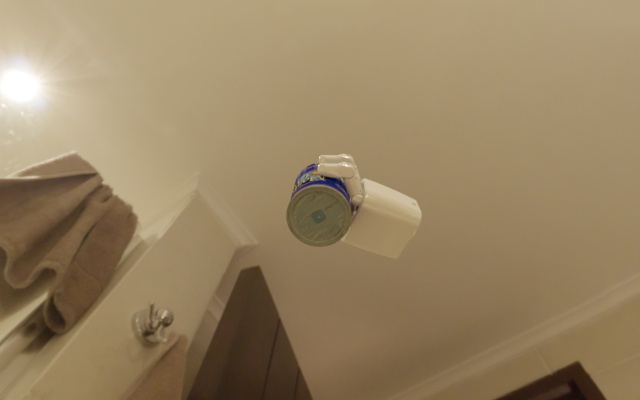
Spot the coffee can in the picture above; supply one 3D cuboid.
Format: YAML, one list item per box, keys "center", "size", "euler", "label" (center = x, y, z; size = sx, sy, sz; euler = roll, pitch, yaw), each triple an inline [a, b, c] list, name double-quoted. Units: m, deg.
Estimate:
- center: [0.000, 0.003, 0.811]
  size: [0.103, 0.103, 0.140]
  euler: [0, 20, 2]
  label: "coffee can"
